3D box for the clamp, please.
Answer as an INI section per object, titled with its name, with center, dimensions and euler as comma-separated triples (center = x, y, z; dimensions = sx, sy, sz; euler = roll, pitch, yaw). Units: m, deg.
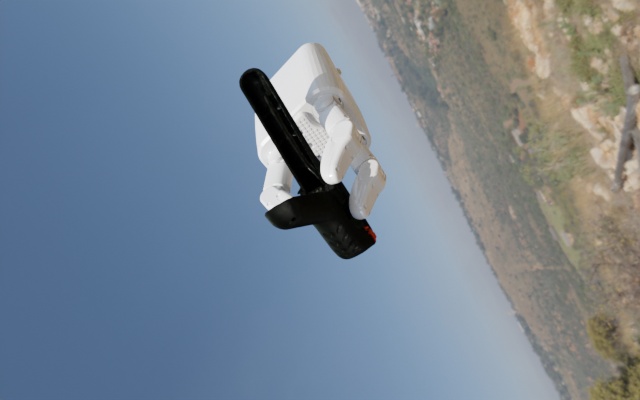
[clamp]
center = 0.000, 0.002, 0.420
dimensions = 0.036, 0.164, 0.210
euler = -27, -47, 14
